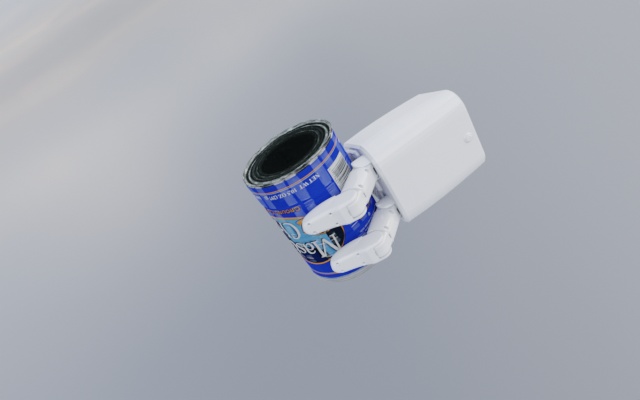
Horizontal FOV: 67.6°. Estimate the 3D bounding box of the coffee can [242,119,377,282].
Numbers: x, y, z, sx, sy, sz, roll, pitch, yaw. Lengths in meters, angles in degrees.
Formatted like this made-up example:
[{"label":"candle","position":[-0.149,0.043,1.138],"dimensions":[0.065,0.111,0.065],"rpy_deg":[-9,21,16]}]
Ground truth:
[{"label":"coffee can","position":[0.000,0.002,0.501],"dimensions":[0.103,0.140,0.102],"rpy_deg":[-25,31,16]}]
